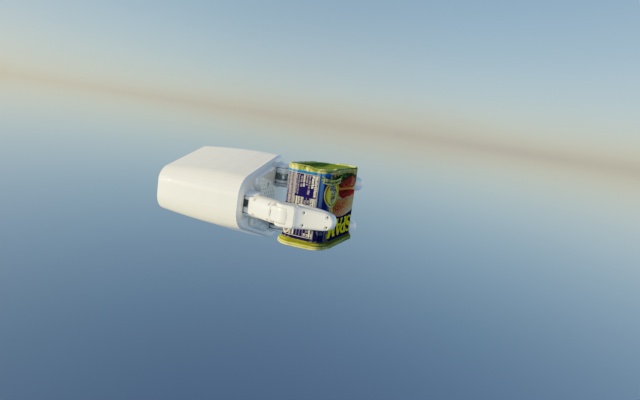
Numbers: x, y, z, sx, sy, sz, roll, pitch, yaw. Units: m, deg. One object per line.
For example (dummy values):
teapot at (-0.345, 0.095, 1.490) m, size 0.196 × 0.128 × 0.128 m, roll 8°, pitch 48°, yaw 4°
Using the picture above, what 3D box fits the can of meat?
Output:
can of meat at (0.000, 0.001, 0.524) m, size 0.057 × 0.084 × 0.102 m, roll 11°, pitch 10°, yaw 22°
